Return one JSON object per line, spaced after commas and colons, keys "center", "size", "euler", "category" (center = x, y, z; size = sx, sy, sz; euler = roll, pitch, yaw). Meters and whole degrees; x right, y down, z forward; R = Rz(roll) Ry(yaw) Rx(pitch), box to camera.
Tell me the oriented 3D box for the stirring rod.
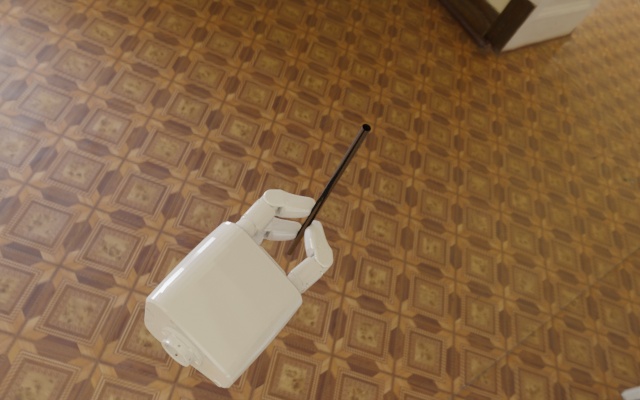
{"center": [0.000, 0.002, 0.491], "size": [0.011, 0.011, 0.240], "euler": [0, -31, -22], "category": "stirring rod"}
